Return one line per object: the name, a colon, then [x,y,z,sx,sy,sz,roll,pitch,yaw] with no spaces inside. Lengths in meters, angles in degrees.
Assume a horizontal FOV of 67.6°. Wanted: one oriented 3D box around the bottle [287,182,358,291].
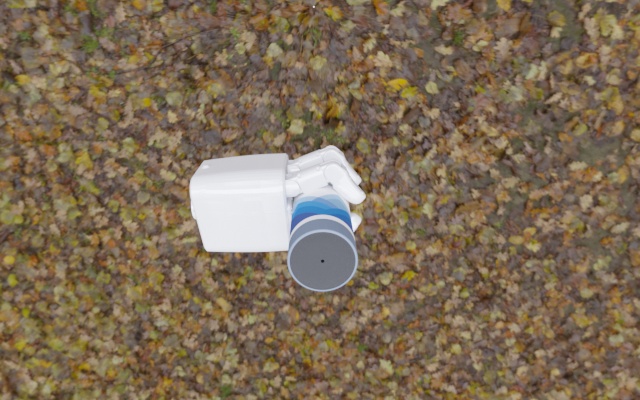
bottle: [0.000,0.002,0.581,0.069,0.069,0.295,0,22,-1]
